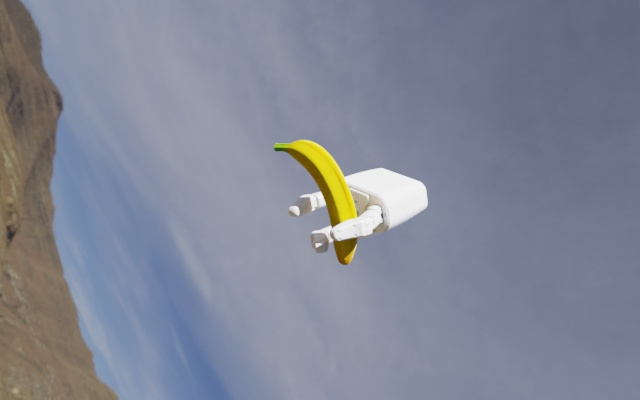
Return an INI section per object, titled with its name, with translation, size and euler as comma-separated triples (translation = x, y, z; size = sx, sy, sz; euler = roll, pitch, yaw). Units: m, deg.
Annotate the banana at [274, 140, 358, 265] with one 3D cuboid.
[banana]
translation = 0.010, -0.008, 0.659
size = 0.070, 0.198, 0.037
euler = -30, -3, 42
